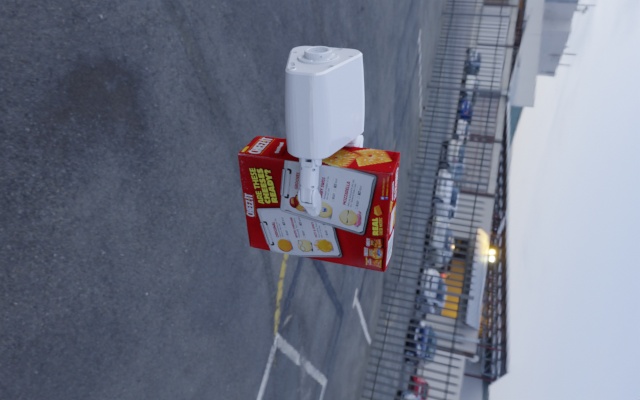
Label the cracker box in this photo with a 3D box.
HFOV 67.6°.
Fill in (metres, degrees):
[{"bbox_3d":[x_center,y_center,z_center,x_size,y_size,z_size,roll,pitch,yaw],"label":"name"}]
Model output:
[{"bbox_3d":[0.000,0.002,0.685,0.213,0.164,0.072,9,34,16],"label":"cracker box"}]
